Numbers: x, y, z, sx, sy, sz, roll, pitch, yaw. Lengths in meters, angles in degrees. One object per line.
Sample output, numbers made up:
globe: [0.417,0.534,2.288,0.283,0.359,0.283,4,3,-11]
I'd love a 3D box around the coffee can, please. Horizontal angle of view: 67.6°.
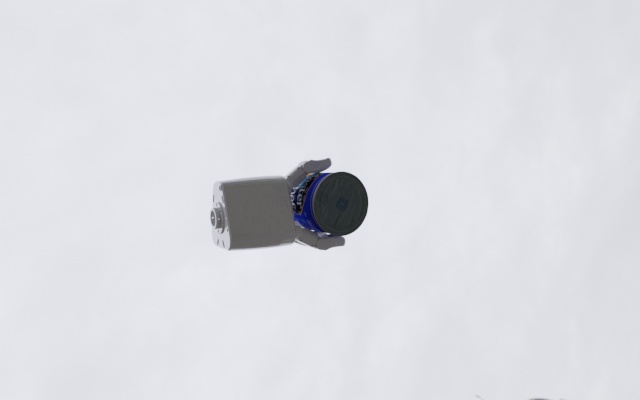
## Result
coffee can: [0.000,0.003,0.813,0.103,0.103,0.140,0,2,-30]
